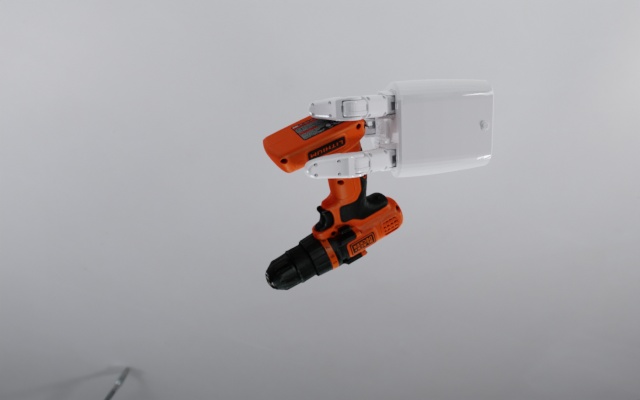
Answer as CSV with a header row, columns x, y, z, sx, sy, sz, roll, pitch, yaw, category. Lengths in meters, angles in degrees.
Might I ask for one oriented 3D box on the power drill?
x,y,z,sx,sy,sz,roll,pitch,yaw,category
0.000,0.001,0.536,0.184,0.188,0.057,-29,41,-14,power drill
